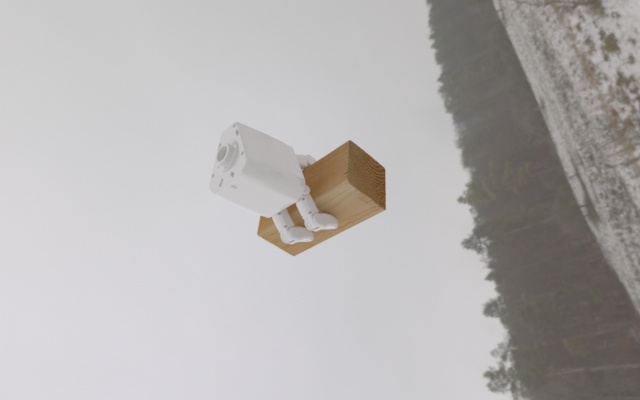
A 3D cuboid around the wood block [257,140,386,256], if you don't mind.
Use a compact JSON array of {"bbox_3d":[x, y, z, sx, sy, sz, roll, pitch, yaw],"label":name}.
[{"bbox_3d":[0.000,0.002,0.783,0.090,0.090,0.206,34,-47,-31],"label":"wood block"}]
